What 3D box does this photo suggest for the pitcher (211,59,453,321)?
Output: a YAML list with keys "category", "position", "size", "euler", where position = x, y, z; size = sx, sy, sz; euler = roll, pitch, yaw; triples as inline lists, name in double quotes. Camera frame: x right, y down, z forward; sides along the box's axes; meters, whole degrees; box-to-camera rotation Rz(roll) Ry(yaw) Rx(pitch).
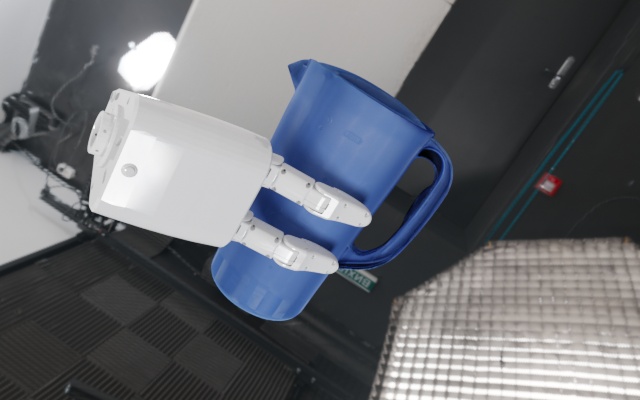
- category: "pitcher"
  position: [0.000, 0.001, 0.467]
  size: [0.145, 0.243, 0.149]
  euler: [18, 22, -37]
